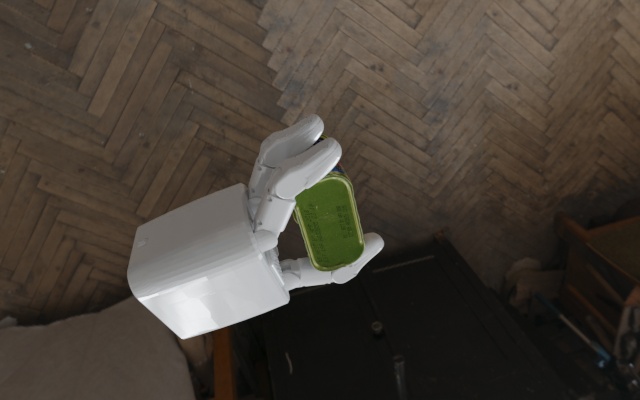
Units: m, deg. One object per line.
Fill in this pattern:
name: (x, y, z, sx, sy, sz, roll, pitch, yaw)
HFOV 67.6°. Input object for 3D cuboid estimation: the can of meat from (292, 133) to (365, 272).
can of meat: (0.000, 0.002, 0.434, 0.057, 0.102, 0.084, -17, 32, -3)
